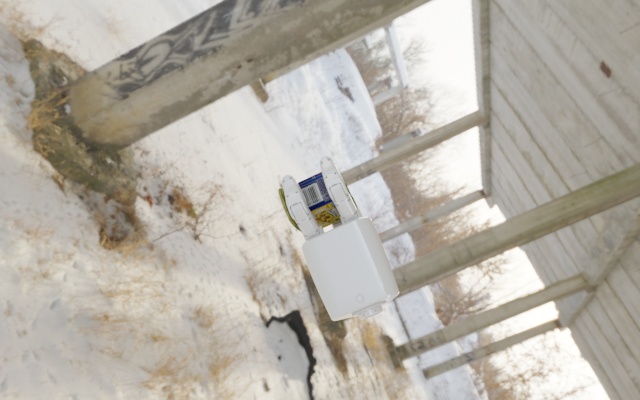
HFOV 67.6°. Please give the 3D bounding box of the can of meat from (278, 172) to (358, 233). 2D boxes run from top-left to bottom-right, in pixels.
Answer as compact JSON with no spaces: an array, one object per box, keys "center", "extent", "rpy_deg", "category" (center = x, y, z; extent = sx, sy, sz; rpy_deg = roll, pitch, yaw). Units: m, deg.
[{"center":[0.000,0.002,0.664],"extent":[0.084,0.057,0.102],"rpy_deg":[-24,-22,7],"category":"can of meat"}]
